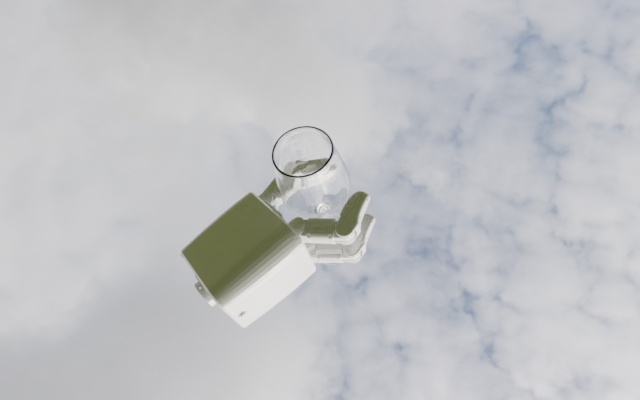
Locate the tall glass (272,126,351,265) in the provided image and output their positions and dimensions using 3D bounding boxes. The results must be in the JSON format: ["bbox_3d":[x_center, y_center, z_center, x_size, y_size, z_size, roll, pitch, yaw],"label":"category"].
[{"bbox_3d":[0.000,0.002,0.546,0.079,0.079,0.201,0,-30,12],"label":"tall glass"}]
